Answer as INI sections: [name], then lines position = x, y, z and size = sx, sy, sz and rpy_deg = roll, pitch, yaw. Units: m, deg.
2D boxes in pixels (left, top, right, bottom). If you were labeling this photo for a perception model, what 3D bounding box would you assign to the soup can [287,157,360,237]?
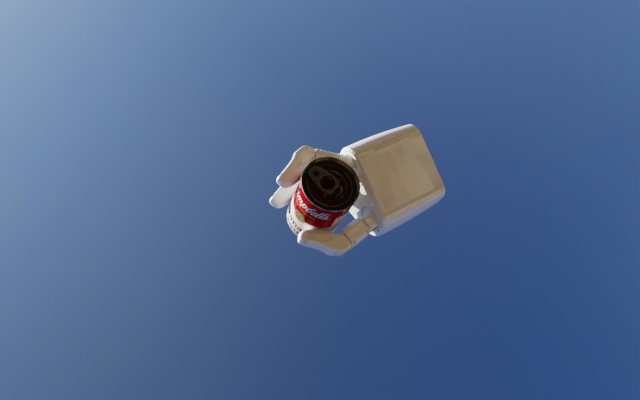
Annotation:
[soup can]
position = 0.000, 0.002, 0.571
size = 0.068, 0.068, 0.102
rpy_deg = 0, -25, -15
